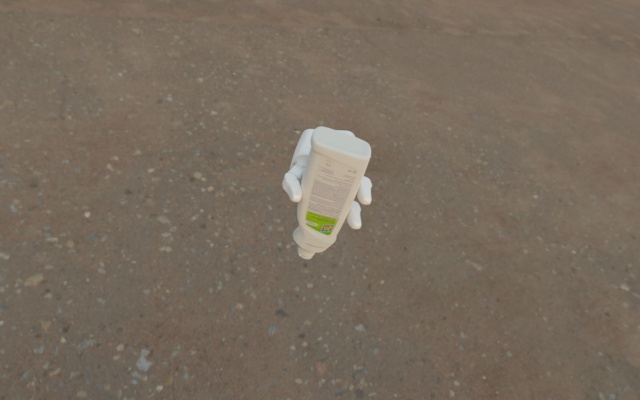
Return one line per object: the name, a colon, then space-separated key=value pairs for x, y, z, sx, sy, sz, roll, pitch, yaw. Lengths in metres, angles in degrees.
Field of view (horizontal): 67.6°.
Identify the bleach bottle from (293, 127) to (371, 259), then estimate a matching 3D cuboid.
bleach bottle: x=0.000 y=0.003 z=0.824 sx=0.102 sy=0.251 sz=0.068 roll=18 pitch=36 yaw=-4
